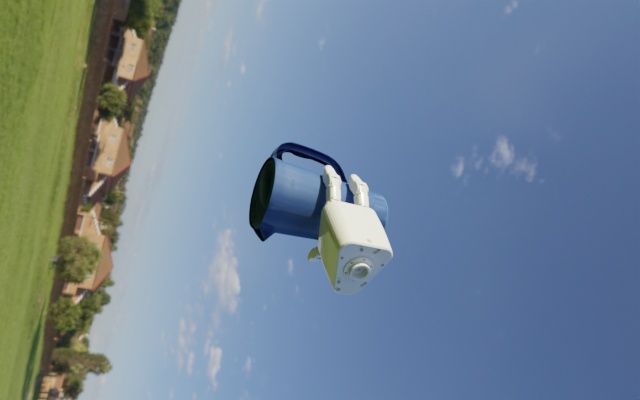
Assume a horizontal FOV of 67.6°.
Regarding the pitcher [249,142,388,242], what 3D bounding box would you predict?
[{"bbox_3d":[0.000,0.003,0.885,0.243,0.149,0.145,14,29,-22],"label":"pitcher"}]
